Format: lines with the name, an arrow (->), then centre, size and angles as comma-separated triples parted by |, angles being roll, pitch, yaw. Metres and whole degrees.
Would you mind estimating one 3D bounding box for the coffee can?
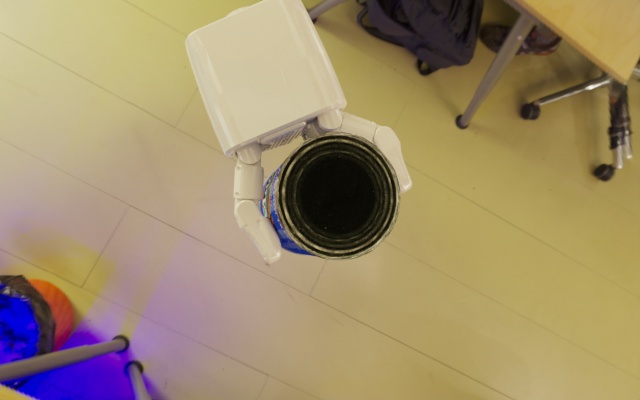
coffee can -> 0.000, 0.002, 0.442 | 0.103, 0.103, 0.140 | 0, -4, -13
